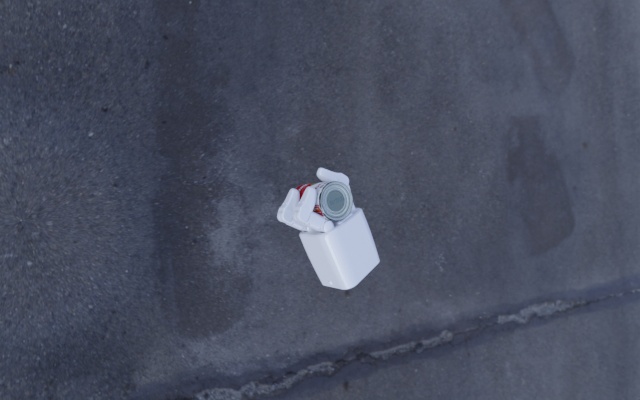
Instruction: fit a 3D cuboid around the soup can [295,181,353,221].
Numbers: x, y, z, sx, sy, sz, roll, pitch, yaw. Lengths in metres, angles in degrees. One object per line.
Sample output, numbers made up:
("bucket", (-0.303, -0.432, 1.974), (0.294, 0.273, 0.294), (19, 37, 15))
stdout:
("soup can", (0.000, 0.002, 0.823), (0.068, 0.068, 0.102), (0, -2, -32))
